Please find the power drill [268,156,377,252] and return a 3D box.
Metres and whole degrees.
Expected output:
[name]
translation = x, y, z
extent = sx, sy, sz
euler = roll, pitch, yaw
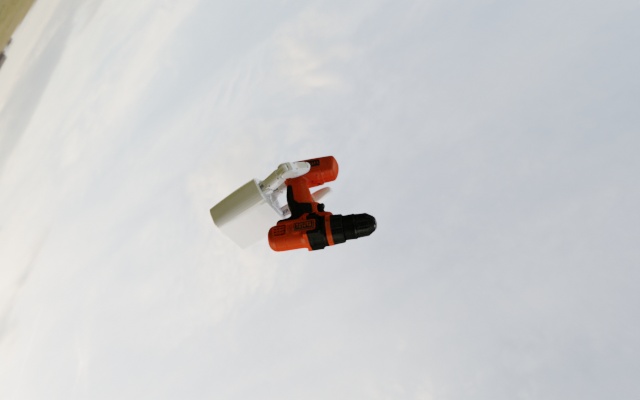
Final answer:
[power drill]
translation = 0.000, 0.003, 0.842
extent = 0.184, 0.187, 0.057
euler = -9, -46, 6
